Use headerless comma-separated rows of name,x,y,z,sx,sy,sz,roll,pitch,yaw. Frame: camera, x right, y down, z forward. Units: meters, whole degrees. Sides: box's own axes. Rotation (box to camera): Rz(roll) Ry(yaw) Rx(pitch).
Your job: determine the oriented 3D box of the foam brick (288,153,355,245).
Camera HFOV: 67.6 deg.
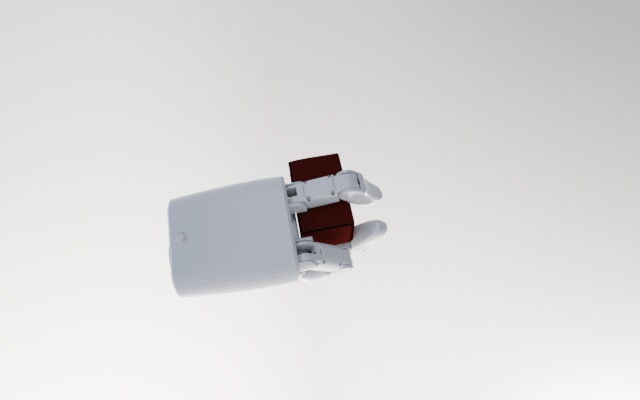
foam brick,0.000,0.001,0.468,0.051,0.078,0.053,-10,-24,-3
